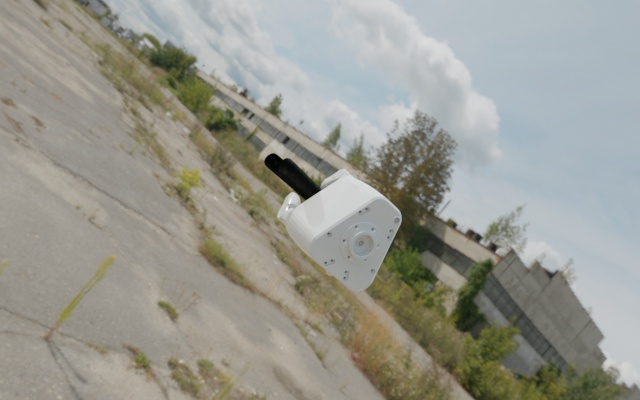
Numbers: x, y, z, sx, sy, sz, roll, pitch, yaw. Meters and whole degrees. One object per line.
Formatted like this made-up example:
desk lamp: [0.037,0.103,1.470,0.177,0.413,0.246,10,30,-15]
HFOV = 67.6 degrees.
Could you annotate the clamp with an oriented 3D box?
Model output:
clamp: [0.001,0.002,0.698,0.210,0.036,0.164,42,-1,-22]
